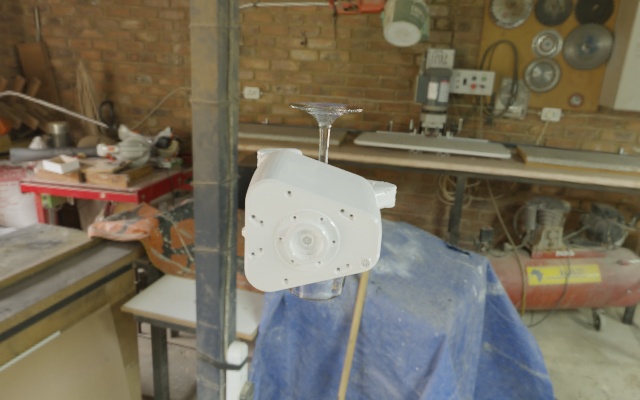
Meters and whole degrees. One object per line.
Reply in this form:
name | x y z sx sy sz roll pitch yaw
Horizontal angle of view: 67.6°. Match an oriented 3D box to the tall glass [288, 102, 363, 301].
tall glass | 0.000 0.001 0.502 0.079 0.201 0.079 3 16 -1
